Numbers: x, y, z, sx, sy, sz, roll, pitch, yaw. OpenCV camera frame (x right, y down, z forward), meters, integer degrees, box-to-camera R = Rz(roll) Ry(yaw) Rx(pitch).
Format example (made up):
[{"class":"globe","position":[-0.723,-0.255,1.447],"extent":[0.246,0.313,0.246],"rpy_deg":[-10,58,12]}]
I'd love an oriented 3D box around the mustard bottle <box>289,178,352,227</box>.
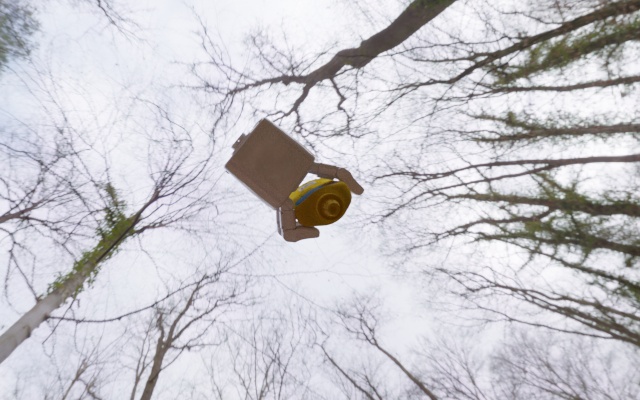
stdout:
[{"class":"mustard bottle","position":[0.000,0.003,0.770],"extent":[0.096,0.058,0.191],"rpy_deg":[-28,10,-8]}]
